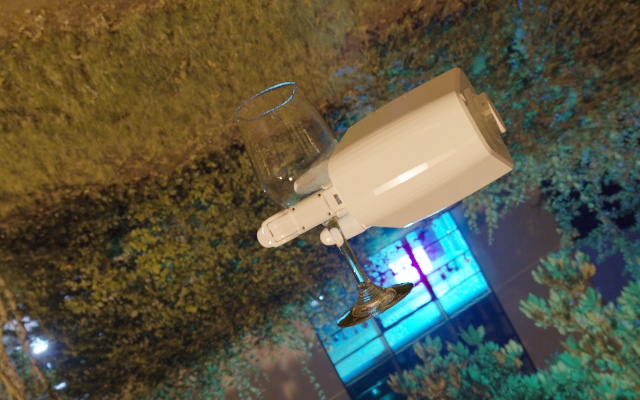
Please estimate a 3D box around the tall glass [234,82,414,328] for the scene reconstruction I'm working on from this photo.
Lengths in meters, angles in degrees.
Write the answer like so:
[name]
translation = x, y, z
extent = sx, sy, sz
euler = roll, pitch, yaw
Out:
[tall glass]
translation = 0.000, 0.002, 0.410
extent = 0.079, 0.201, 0.079
euler = -29, -2, -1
